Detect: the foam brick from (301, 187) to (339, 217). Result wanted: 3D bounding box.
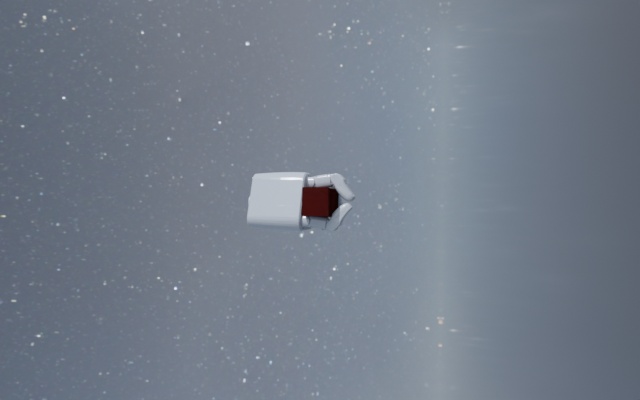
[{"bbox_3d":[0.000,0.003,0.870,0.051,0.053,0.078,2,0,14],"label":"foam brick"}]
